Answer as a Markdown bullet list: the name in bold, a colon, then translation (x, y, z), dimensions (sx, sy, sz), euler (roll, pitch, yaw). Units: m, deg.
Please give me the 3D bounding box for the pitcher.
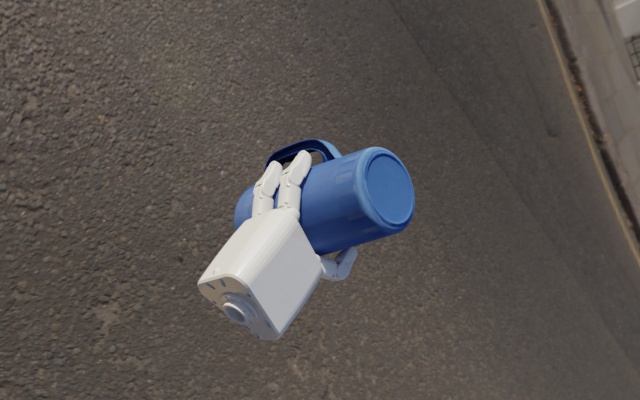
- **pitcher**: translation (0.000, 0.002, 0.648), dimensions (0.243, 0.149, 0.145), euler (-19, 27, 45)
